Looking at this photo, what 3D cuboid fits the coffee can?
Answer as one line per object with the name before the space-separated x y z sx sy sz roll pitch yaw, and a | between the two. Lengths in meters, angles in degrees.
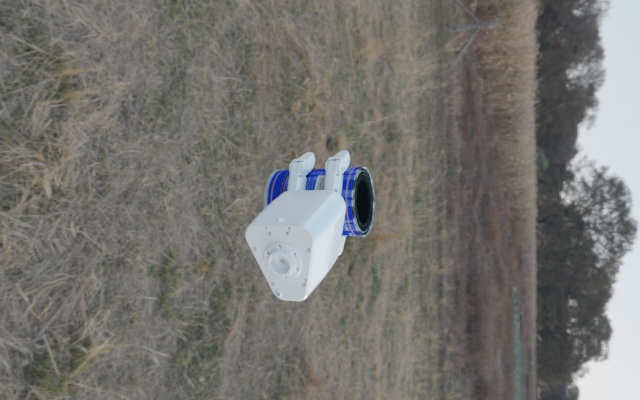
coffee can | 0.000 0.002 0.712 0.140 0.103 0.103 -1 0 22
